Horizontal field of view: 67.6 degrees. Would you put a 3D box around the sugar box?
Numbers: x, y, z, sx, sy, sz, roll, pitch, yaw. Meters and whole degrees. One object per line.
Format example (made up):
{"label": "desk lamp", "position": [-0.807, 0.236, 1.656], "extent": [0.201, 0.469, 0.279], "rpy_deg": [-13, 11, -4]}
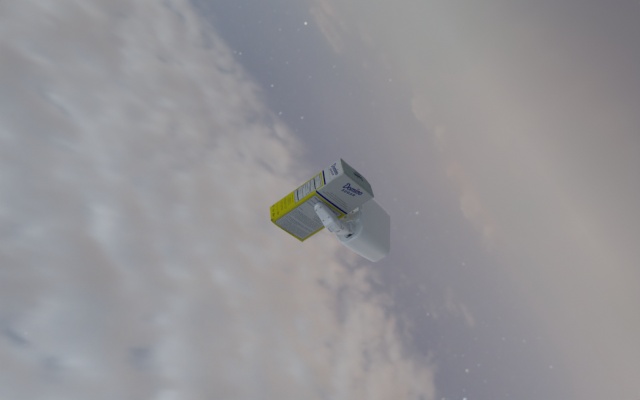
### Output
{"label": "sugar box", "position": [0.000, 0.003, 0.882], "extent": [0.176, 0.048, 0.093], "rpy_deg": [-34, -48, 22]}
